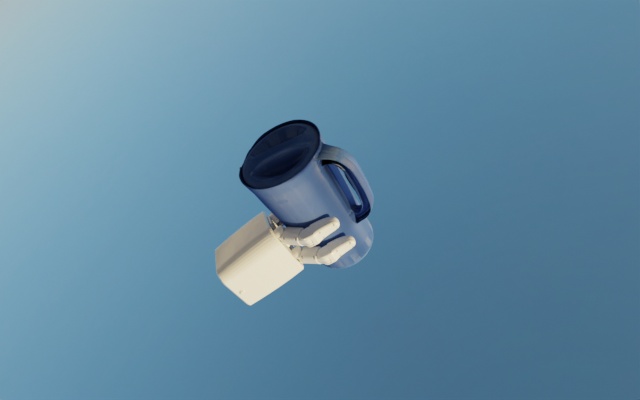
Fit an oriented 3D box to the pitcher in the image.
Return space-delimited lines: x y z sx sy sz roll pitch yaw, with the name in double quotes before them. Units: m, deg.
"pitcher" 0.000 0.003 0.741 0.145 0.243 0.149 -37 41 0
